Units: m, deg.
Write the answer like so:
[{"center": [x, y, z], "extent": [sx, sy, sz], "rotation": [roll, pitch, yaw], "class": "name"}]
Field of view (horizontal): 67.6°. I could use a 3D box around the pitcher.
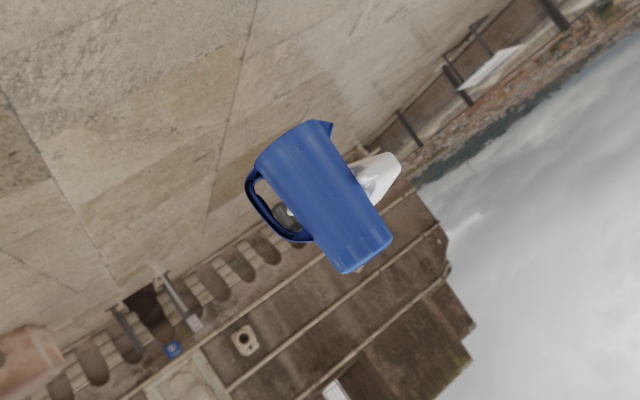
[{"center": [0.000, 0.002, 0.792], "extent": [0.149, 0.243, 0.145], "rotation": [-39, -5, 39], "class": "pitcher"}]
